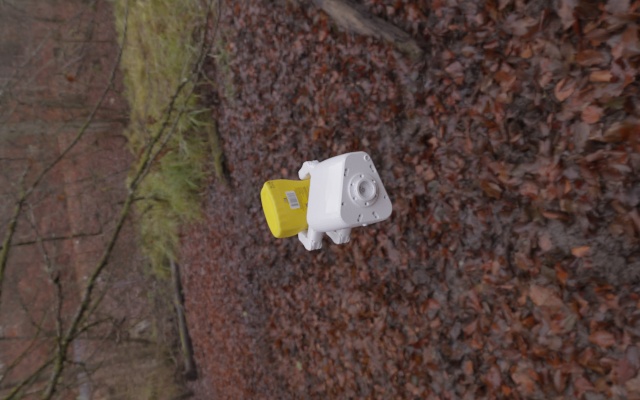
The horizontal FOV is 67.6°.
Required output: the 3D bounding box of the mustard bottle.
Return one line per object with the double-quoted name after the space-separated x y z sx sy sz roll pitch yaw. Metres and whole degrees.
0.000 0.003 0.827 0.191 0.096 0.058 -9 -27 -25 "mustard bottle"
